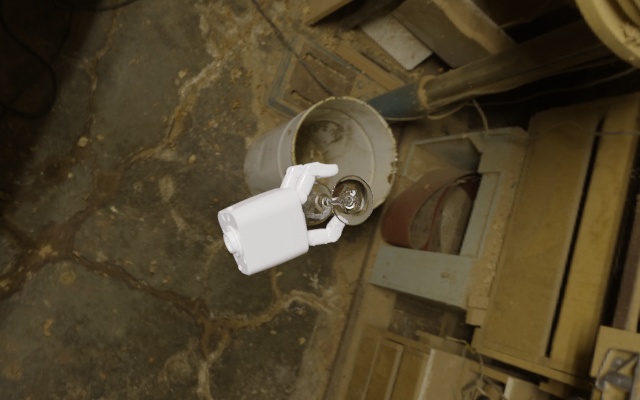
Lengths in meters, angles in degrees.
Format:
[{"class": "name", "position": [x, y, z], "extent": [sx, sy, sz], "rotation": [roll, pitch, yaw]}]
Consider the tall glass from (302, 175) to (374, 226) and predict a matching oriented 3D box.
[{"class": "tall glass", "position": [0.001, 0.003, 0.787], "extent": [0.079, 0.079, 0.201], "rotation": [0, -2, -28]}]
